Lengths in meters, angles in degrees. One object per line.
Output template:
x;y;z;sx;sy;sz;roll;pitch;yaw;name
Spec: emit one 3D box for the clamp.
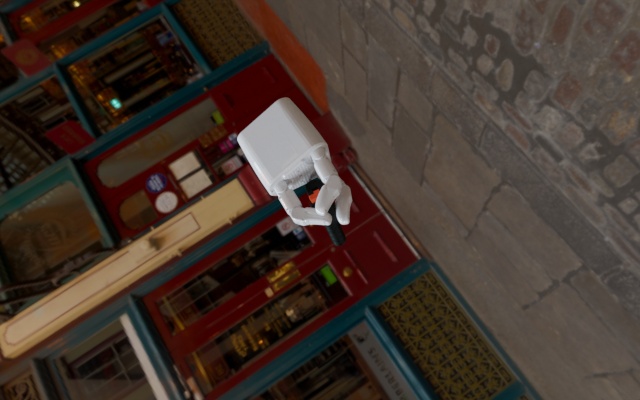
0.000;0.003;0.779;0.039;0.120;0.171;-32;-22;-6;clamp
